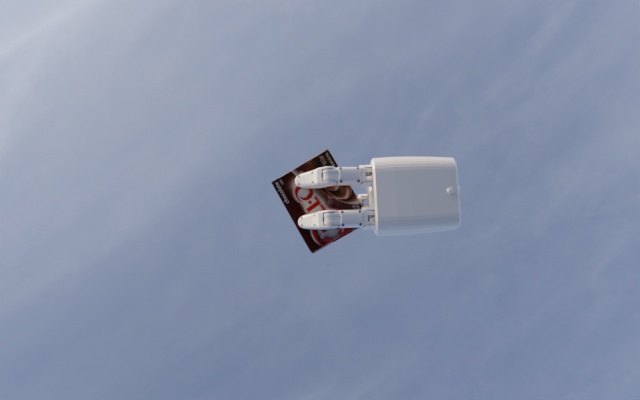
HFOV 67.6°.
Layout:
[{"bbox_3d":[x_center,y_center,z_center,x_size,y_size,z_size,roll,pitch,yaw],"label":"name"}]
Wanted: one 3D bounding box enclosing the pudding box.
[{"bbox_3d":[0.000,0.002,0.648,0.090,0.113,0.039,-30,-8,-1],"label":"pudding box"}]
